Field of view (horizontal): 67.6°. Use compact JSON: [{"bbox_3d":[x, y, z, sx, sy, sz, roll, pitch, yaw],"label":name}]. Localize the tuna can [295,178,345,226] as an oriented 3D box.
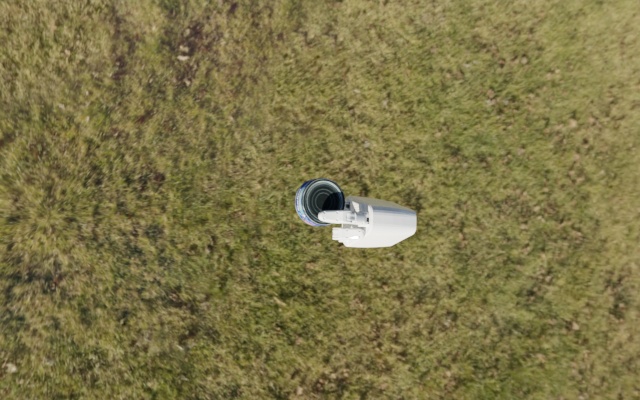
[{"bbox_3d":[0.000,0.003,0.847,0.086,0.086,0.034,0,-2,-24],"label":"tuna can"}]
